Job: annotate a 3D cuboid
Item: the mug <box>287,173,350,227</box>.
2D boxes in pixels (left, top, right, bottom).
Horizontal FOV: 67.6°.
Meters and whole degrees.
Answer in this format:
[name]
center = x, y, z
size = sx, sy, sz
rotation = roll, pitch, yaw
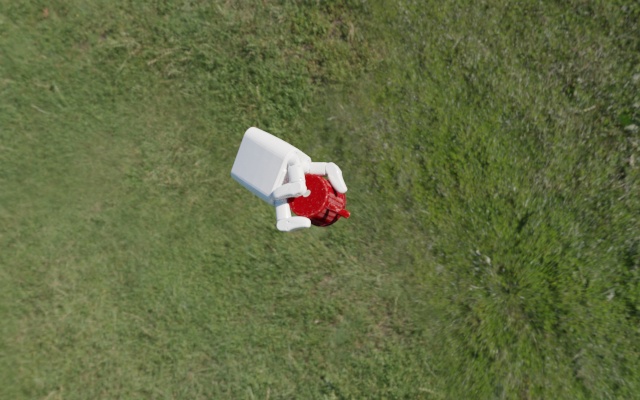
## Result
[mug]
center = 0.001, 0.004, 0.875
size = 0.117, 0.093, 0.081
rotation = 29, 1, 24
